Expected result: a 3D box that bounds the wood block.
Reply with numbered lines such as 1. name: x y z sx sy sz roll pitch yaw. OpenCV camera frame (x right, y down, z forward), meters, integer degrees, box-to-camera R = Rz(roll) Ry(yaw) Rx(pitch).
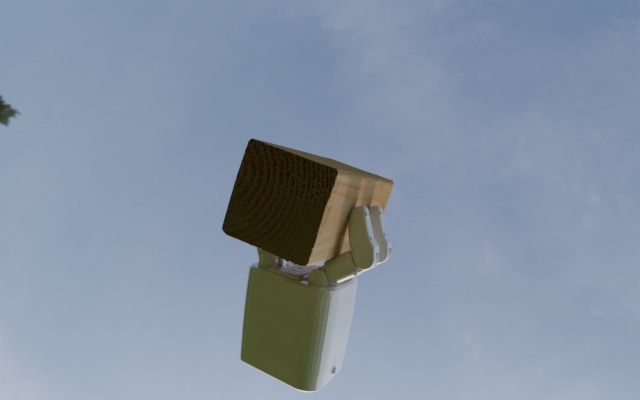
1. wood block: 0.000 0.002 0.501 0.091 0.090 0.206 20 7 20
